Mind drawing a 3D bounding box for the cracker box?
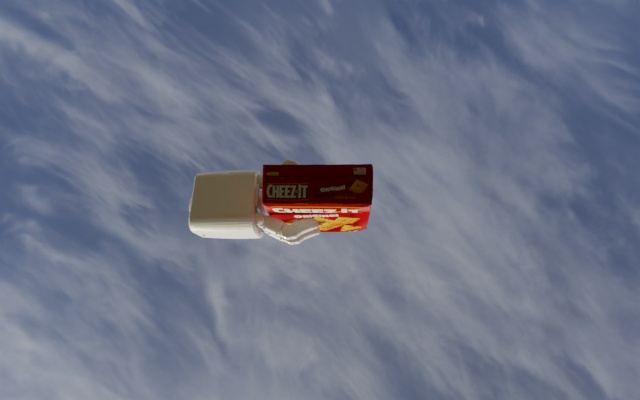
[{"bbox_3d":[0.000,0.002,0.794,0.164,0.072,0.214,0,-13,3],"label":"cracker box"}]
